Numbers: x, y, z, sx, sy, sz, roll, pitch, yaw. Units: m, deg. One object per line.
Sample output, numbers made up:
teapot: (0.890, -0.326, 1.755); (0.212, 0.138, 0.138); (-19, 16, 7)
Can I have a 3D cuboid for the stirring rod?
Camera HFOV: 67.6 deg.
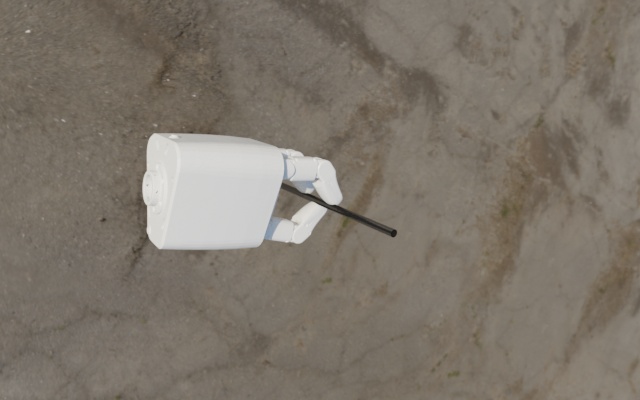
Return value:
stirring rod: (0.000, 0.002, 0.544); (0.011, 0.011, 0.239); (0, 14, -36)
